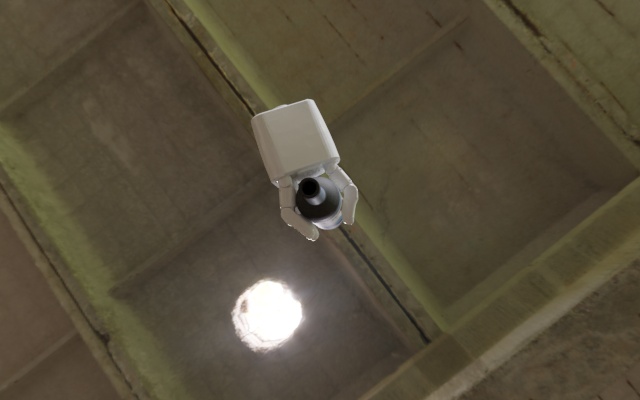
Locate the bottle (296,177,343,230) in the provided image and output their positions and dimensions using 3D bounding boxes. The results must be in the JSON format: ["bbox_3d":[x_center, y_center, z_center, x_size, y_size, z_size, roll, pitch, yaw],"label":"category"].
[{"bbox_3d":[0.000,0.003,0.738,0.069,0.069,0.296,0,-7,6],"label":"bottle"}]
